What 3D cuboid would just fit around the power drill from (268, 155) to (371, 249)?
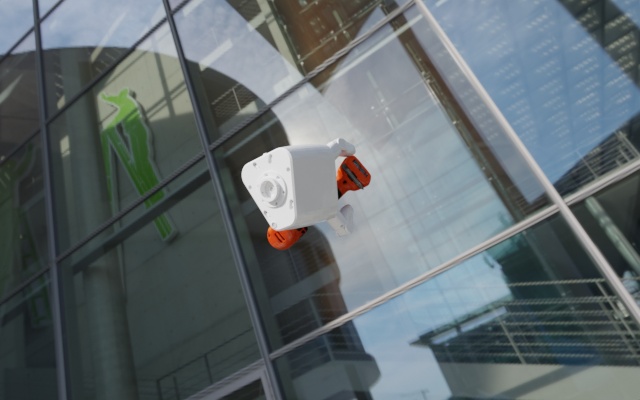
[{"bbox_3d":[0.000,0.002,0.818,0.188,0.057,0.184,-41,3,12],"label":"power drill"}]
